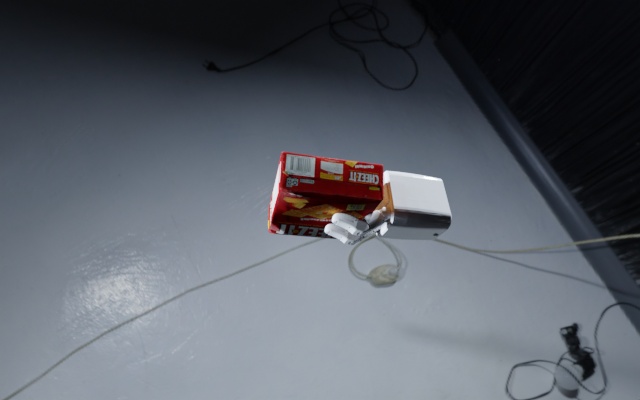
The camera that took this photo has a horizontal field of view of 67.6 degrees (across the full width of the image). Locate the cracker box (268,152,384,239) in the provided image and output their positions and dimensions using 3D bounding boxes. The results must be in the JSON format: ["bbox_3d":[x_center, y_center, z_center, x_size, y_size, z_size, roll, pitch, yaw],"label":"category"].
[{"bbox_3d":[0.000,0.002,0.823,0.164,0.072,0.214,6,-24,-9],"label":"cracker box"}]
